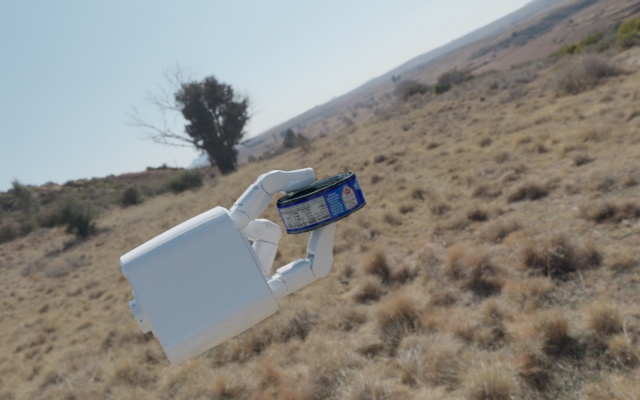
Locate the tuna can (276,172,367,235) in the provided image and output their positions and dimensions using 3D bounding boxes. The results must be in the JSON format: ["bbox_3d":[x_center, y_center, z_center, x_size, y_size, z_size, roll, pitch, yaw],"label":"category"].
[{"bbox_3d":[0.000,0.001,0.476,0.086,0.034,0.086,-21,8,3],"label":"tuna can"}]
